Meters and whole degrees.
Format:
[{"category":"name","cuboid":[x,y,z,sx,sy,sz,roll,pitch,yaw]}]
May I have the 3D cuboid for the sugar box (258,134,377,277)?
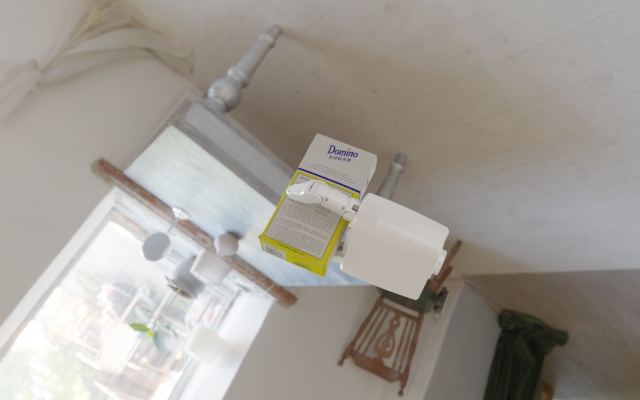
[{"category":"sugar box","cuboid":[0.000,0.002,0.631,0.093,0.176,0.048,23,-28,12]}]
